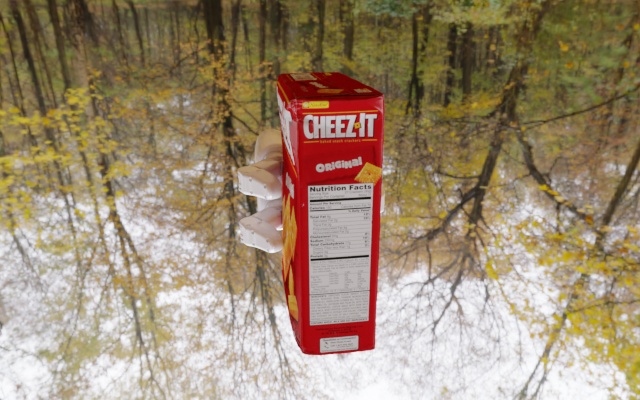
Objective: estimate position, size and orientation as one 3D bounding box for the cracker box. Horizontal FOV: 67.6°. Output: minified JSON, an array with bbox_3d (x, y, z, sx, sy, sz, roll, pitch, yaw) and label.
[{"bbox_3d":[0.000,0.002,0.431,0.072,0.214,0.164,-4,20,-8],"label":"cracker box"}]
